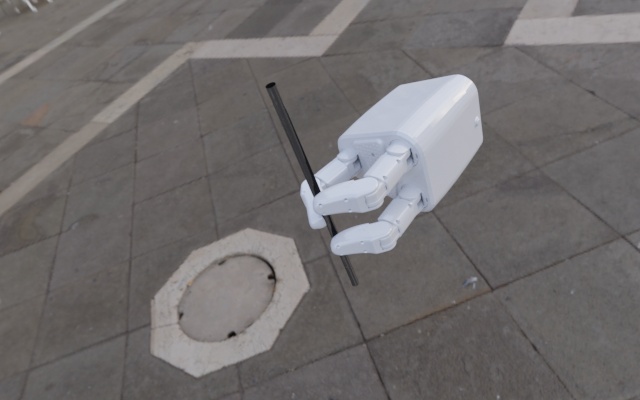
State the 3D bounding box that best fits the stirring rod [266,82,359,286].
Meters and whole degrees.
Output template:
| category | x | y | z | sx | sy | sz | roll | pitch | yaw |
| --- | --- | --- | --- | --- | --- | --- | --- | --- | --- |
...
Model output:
| category | x | y | z | sx | sy | sz | roll | pitch | yaw |
| --- | --- | --- | --- | --- | --- | --- | --- | --- | --- |
| stirring rod | 0.000 | 0.001 | 0.425 | 0.011 | 0.240 | 0.011 | -13 | 40 | 12 |
